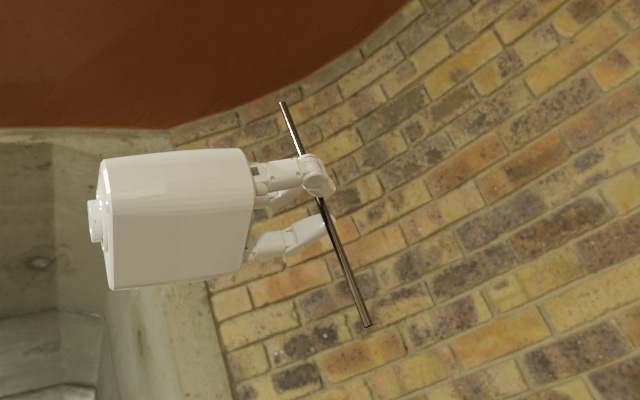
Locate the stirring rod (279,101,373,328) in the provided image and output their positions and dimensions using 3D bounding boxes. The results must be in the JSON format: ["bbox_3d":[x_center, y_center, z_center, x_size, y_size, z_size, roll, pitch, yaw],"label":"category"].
[{"bbox_3d":[0.000,0.001,0.440,0.011,0.239,0.011,-17,-26,-9],"label":"stirring rod"}]
